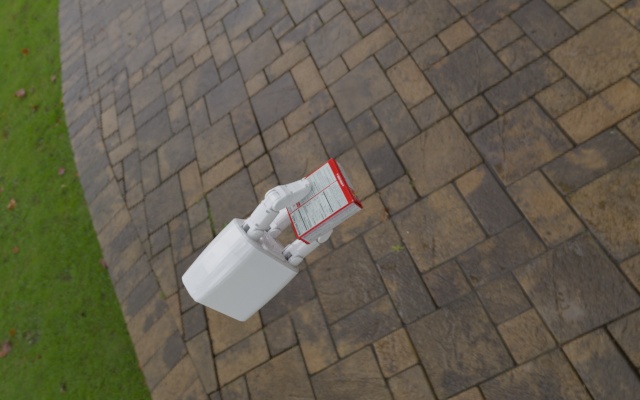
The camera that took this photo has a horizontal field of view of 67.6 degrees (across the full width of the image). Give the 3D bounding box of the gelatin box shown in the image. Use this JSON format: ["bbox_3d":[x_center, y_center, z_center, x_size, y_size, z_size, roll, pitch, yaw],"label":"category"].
[{"bbox_3d":[0.000,0.002,0.605,0.089,0.073,0.030,-36,-36,16],"label":"gelatin box"}]
